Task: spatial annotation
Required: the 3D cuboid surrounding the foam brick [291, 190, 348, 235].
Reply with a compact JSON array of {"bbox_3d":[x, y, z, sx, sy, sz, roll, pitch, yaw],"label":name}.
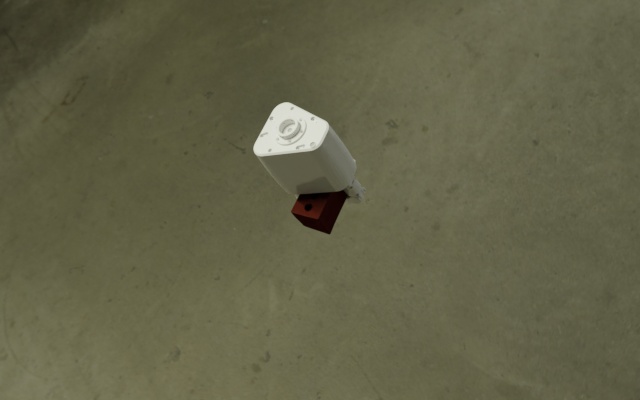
[{"bbox_3d":[0.000,0.003,0.736,0.053,0.078,0.051,14,-21,31],"label":"foam brick"}]
